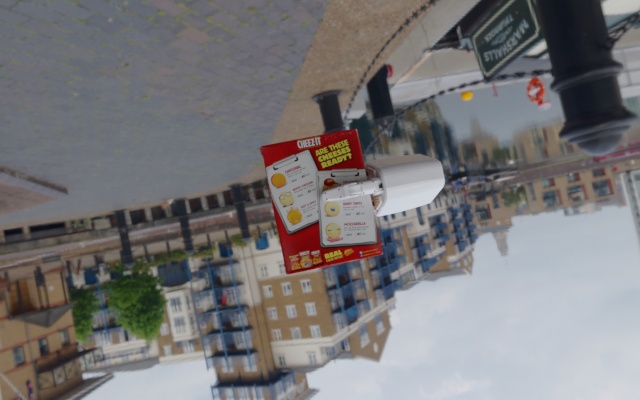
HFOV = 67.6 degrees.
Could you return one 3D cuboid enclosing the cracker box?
[{"bbox_3d":[0.000,0.003,0.804,0.164,0.213,0.072,-12,-3,-8],"label":"cracker box"}]
